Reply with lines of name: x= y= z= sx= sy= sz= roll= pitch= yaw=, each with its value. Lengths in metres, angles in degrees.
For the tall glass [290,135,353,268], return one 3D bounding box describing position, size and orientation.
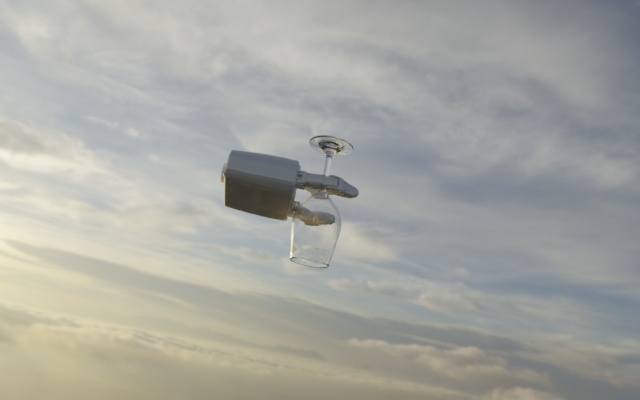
tall glass: x=0.000 y=0.002 z=0.760 sx=0.079 sy=0.201 sz=0.079 roll=9 pitch=-17 yaw=3
